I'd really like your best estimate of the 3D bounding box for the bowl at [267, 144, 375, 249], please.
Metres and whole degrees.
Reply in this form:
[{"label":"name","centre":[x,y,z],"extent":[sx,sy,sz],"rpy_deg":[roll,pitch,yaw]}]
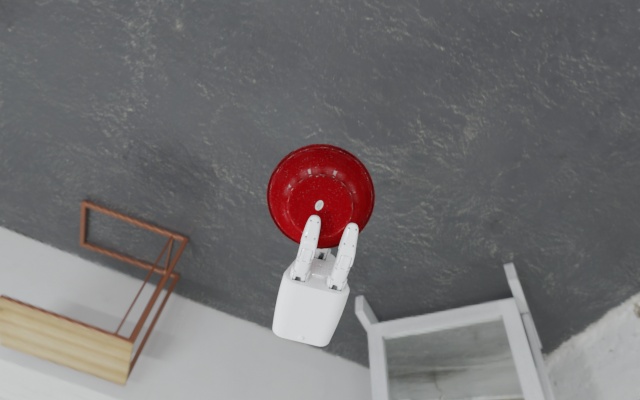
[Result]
[{"label":"bowl","centre":[0.000,0.001,0.686],"extent":[0.162,0.162,0.055],"rpy_deg":[0,14,1]}]
